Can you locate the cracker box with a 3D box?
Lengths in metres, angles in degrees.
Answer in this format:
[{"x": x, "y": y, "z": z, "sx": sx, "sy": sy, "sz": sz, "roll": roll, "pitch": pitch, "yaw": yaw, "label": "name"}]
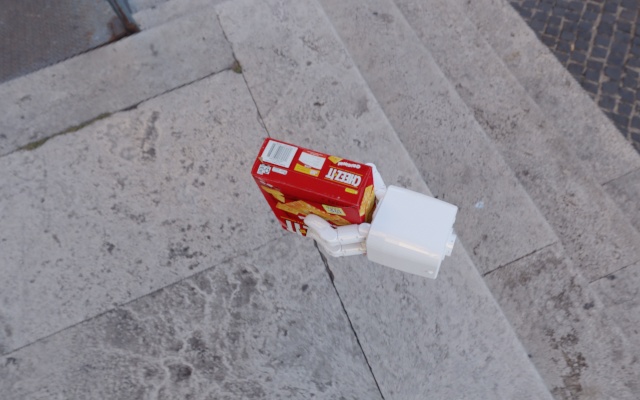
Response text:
[{"x": 0.000, "y": 0.002, "z": 0.742, "sx": 0.164, "sy": 0.072, "sz": 0.214, "roll": 17, "pitch": -21, "yaw": 16, "label": "cracker box"}]
